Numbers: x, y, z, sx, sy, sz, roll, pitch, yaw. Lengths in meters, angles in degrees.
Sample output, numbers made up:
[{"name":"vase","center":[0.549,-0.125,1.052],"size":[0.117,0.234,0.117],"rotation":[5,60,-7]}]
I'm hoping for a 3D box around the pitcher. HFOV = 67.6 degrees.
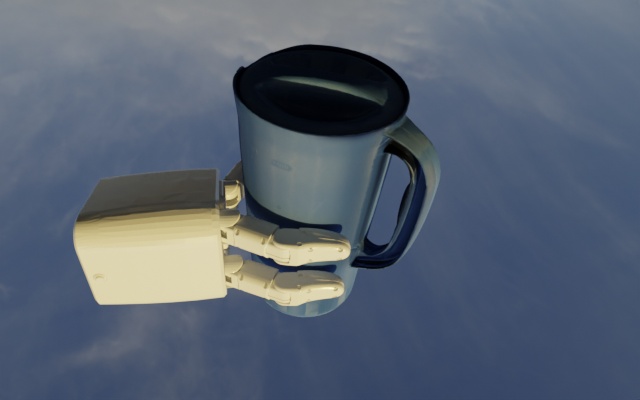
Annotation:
[{"name":"pitcher","center":[0.000,0.001,0.429],"size":[0.145,0.243,0.149],"rotation":[-3,44,-10]}]
